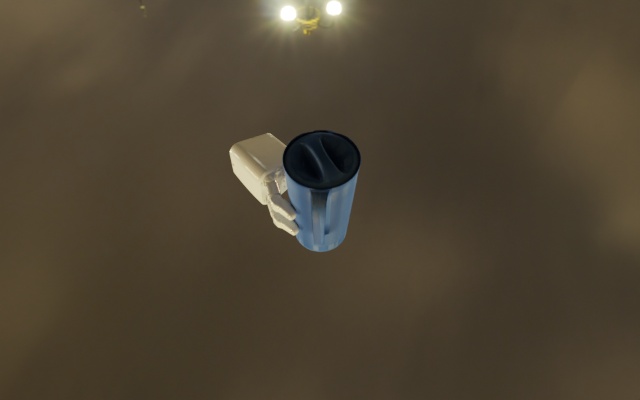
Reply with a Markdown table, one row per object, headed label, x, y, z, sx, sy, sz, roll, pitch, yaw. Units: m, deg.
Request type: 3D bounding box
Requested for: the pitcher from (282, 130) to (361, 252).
| label | x | y | z | sx | sy | sz | roll | pitch | yaw |
| --- | --- | --- | --- | --- | --- | --- | --- | --- | --- |
| pitcher | 0.000 | 0.003 | 0.893 | 0.149 | 0.243 | 0.145 | -38 | 63 | -24 |
